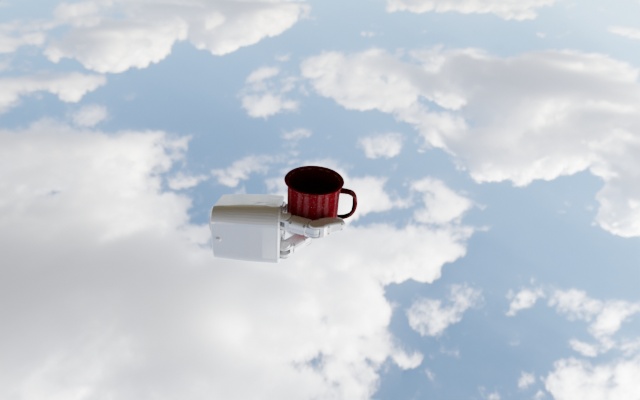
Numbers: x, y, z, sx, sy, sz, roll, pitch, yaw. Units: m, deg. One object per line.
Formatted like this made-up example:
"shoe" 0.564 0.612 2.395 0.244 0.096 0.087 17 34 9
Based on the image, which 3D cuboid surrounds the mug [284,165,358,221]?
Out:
"mug" 0.002 0.003 0.757 0.117 0.081 0.093 4 32 0
